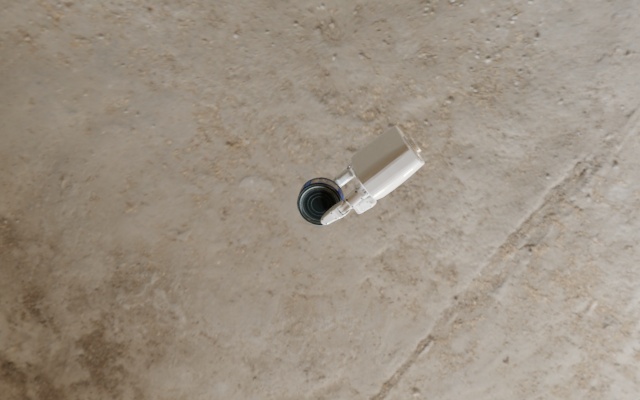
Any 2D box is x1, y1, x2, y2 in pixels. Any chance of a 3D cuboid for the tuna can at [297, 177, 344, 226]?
[{"bbox_3d":[0.000,0.003,0.882,0.086,0.086,0.033,0,22,7],"label":"tuna can"}]
